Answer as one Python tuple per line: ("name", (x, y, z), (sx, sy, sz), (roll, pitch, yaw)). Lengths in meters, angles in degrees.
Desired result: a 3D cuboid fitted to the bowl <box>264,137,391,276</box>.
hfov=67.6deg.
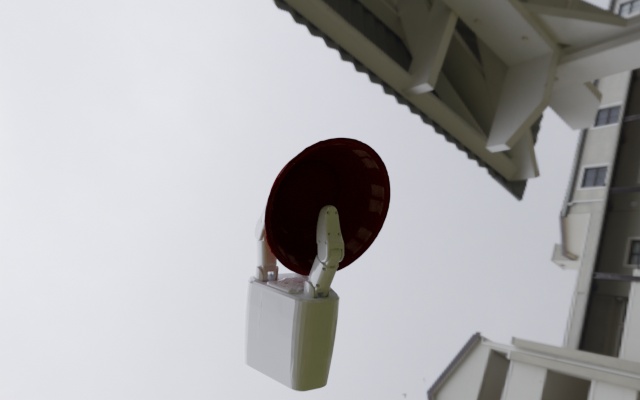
("bowl", (0.000, 0.000, 0.542), (0.162, 0.162, 0.055), (0, 20, -32))
